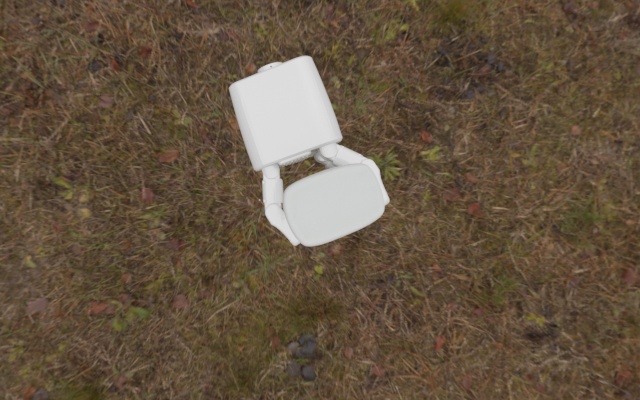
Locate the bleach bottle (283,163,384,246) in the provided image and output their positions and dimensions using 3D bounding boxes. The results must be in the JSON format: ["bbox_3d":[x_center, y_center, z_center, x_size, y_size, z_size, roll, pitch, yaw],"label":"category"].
[{"bbox_3d":[0.000,0.002,0.586,0.102,0.068,0.251,-20,3,-7],"label":"bleach bottle"}]
